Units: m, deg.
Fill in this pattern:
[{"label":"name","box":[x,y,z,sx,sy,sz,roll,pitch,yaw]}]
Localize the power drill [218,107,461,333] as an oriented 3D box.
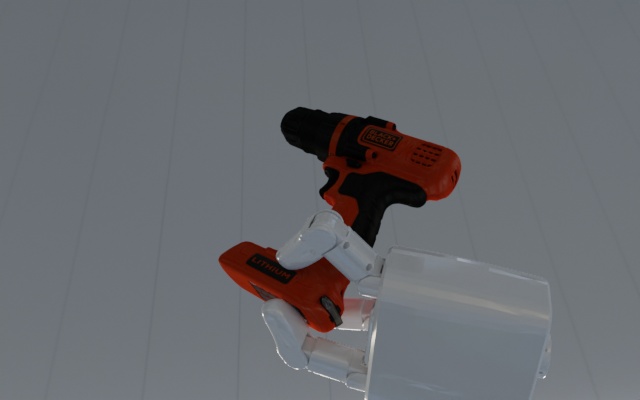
[{"label":"power drill","box":[0.000,0.002,0.410,0.184,0.187,0.057,22,-24,32]}]
